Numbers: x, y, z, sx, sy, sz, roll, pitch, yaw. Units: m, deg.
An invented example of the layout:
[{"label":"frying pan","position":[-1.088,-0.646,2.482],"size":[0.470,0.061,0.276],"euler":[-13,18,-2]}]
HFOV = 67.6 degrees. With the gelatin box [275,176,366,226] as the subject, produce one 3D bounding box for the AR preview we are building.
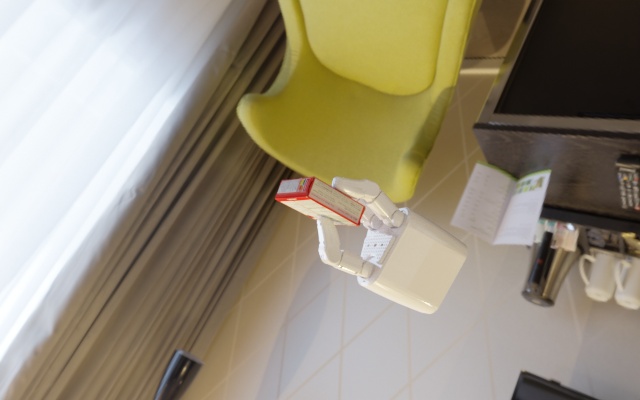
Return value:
[{"label":"gelatin box","position":[0.000,0.002,0.596],"size":[0.089,0.030,0.073],"euler":[28,-17,-31]}]
